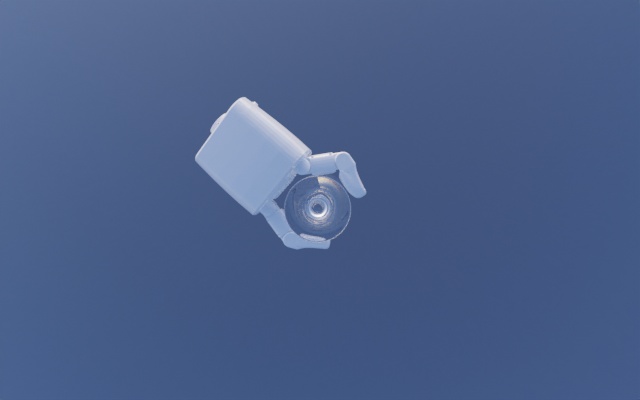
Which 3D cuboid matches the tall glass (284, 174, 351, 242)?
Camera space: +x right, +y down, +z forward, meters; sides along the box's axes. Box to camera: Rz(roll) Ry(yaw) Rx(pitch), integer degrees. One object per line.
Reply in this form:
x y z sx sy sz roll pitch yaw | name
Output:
0.000 0.002 0.626 0.079 0.079 0.201 0 4 2 | tall glass
